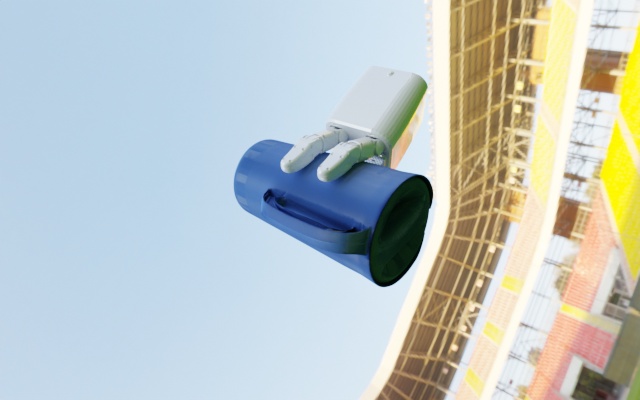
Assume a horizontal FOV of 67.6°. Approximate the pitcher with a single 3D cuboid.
[{"bbox_3d":[0.000,0.002,0.588,0.242,0.145,0.149,21,-23,35],"label":"pitcher"}]
